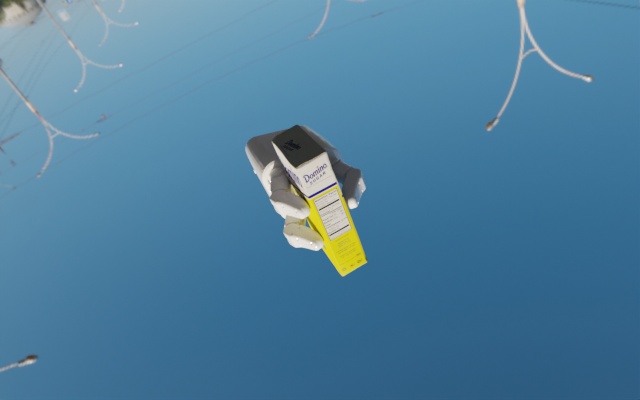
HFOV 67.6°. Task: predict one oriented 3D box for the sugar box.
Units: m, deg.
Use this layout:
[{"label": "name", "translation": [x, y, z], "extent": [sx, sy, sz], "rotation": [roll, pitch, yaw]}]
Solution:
[{"label": "sugar box", "translation": [0.000, 0.002, 0.592], "extent": [0.048, 0.176, 0.093], "rotation": [-31, 36, -7]}]
